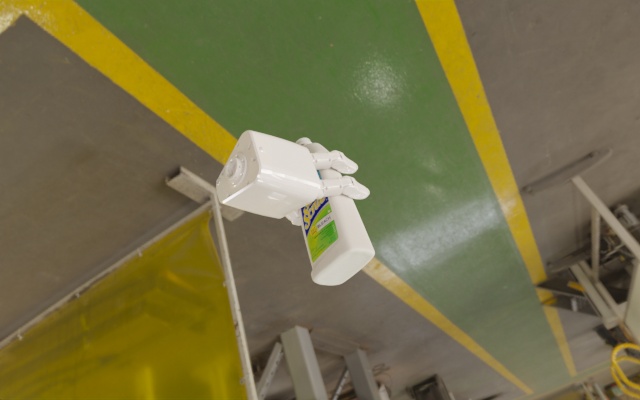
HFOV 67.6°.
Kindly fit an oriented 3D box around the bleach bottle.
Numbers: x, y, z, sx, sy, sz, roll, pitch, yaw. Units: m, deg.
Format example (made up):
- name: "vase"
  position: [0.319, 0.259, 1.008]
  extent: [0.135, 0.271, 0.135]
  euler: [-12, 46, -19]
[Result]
- name: "bleach bottle"
  position: [0.000, 0.002, 0.766]
  extent: [0.068, 0.250, 0.103]
  euler: [15, -48, -40]
